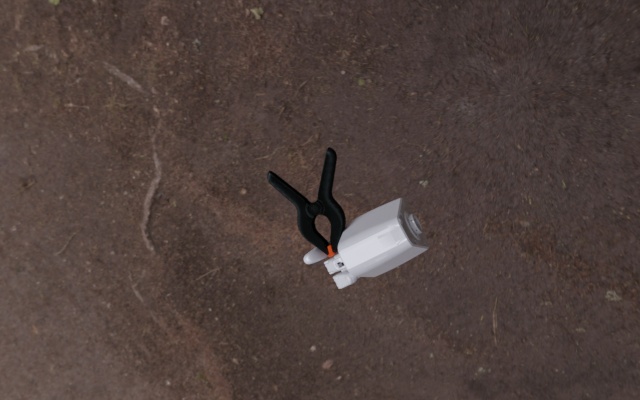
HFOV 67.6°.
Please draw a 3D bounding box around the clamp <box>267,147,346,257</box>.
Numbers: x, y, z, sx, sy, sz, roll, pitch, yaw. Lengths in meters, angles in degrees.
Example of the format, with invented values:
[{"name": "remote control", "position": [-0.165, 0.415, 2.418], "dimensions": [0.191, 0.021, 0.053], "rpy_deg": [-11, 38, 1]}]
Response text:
[{"name": "clamp", "position": [0.000, 0.003, 0.768], "dimensions": [0.120, 0.171, 0.039], "rpy_deg": [-29, 0, 20]}]
